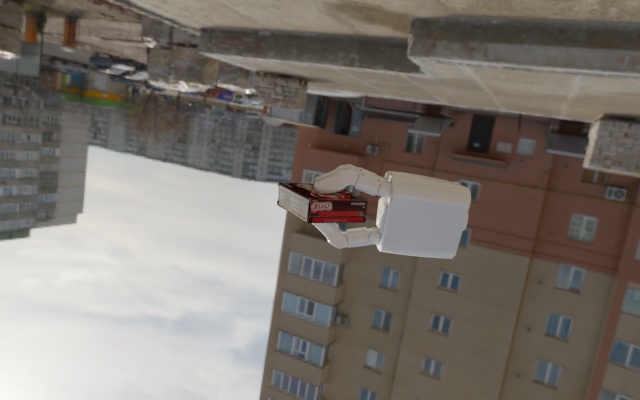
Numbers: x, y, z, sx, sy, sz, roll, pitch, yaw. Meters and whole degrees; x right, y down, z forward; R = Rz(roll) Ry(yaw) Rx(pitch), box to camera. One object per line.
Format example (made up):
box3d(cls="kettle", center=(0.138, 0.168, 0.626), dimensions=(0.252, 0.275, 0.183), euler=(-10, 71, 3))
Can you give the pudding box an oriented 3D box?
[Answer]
box3d(cls="pudding box", center=(0.000, 0.002, 0.670), dimensions=(0.090, 0.039, 0.113), euler=(2, 10, -28))
